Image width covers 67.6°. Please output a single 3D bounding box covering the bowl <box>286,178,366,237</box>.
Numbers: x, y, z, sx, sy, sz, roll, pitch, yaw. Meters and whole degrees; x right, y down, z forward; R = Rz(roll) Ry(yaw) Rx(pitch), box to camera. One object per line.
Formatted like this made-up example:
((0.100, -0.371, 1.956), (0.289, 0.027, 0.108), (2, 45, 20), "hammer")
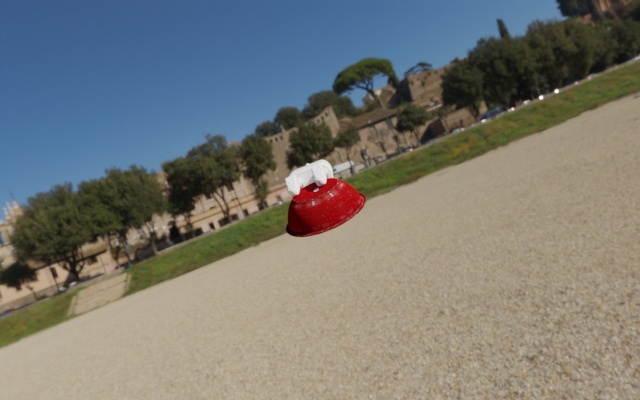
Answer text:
((0.000, 0.003, 0.889), (0.162, 0.055, 0.162), (-20, 20, 8), "bowl")
